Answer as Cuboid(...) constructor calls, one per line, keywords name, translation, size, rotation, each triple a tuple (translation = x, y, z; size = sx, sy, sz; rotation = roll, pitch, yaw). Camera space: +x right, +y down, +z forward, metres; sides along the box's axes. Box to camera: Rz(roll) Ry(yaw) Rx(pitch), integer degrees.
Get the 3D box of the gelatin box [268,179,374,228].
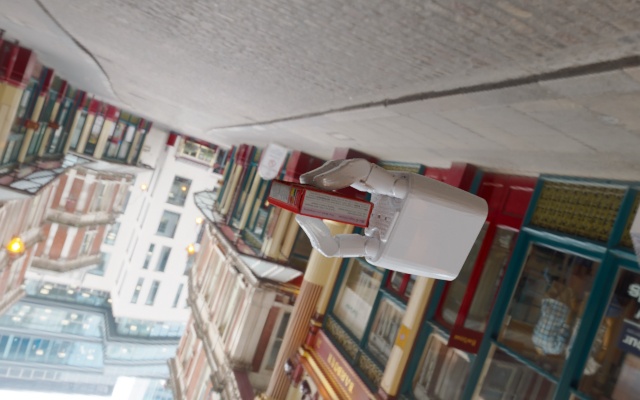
Cuboid(name="gelatin box", translation=(0.000, 0.002, 0.506), size=(0.089, 0.030, 0.073), rotation=(11, 4, -31))
